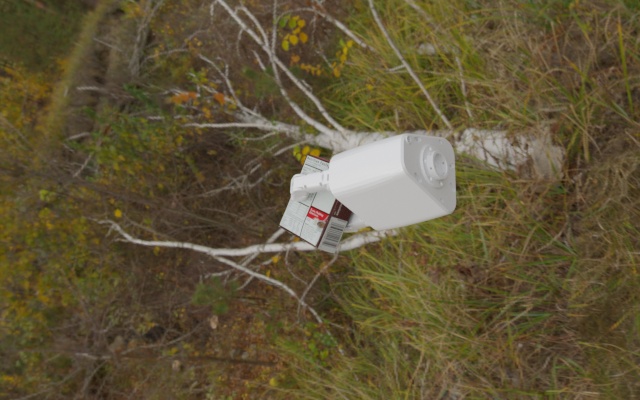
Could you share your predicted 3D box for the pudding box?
[{"bbox_3d":[0.000,0.002,0.638,0.039,0.113,0.090,21,3,-42],"label":"pudding box"}]
